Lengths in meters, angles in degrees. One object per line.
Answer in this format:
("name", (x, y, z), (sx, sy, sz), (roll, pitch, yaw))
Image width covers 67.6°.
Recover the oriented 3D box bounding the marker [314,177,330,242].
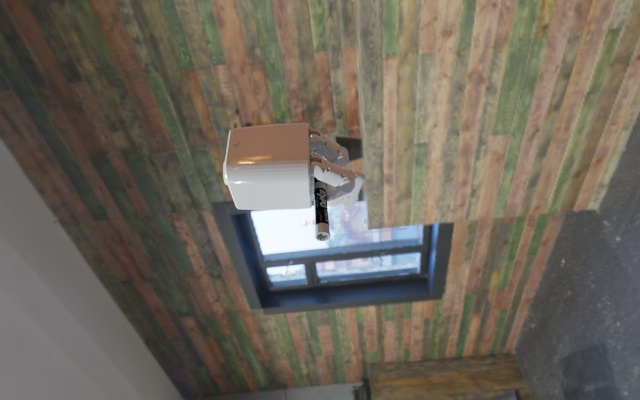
("marker", (0.000, 0.002, 0.628), (0.020, 0.121, 0.020), (-2, -45, -2))
